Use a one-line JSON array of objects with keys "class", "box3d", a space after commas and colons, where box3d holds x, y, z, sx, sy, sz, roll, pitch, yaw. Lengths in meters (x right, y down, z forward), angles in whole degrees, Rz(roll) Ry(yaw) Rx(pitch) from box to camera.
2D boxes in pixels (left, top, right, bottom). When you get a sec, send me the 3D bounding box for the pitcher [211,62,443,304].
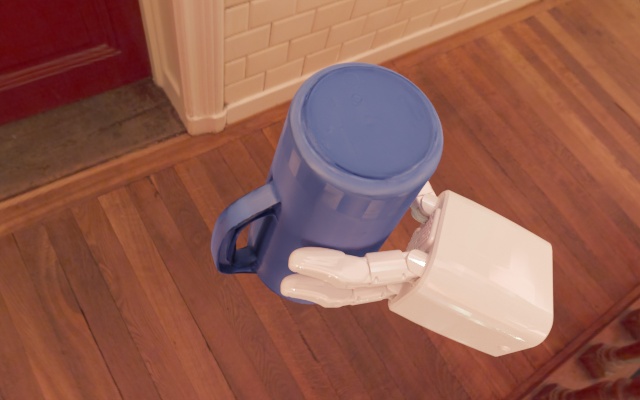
[{"class": "pitcher", "box3d": [0.000, 0.001, 0.415, 0.145, 0.149, 0.243, 27, -28, 2]}]
